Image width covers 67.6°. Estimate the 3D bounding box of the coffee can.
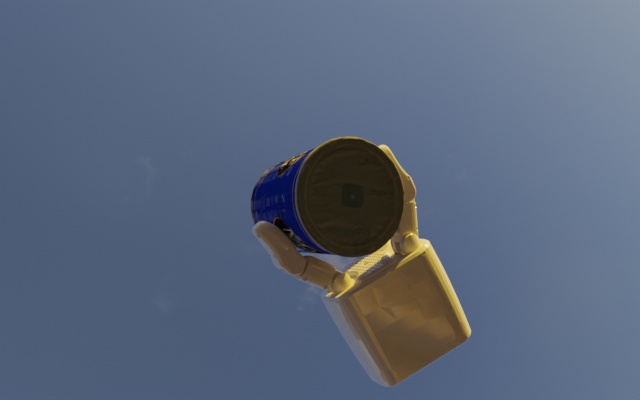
[{"bbox_3d":[0.000,0.001,0.465,0.103,0.103,0.140,0,-4,-24],"label":"coffee can"}]
